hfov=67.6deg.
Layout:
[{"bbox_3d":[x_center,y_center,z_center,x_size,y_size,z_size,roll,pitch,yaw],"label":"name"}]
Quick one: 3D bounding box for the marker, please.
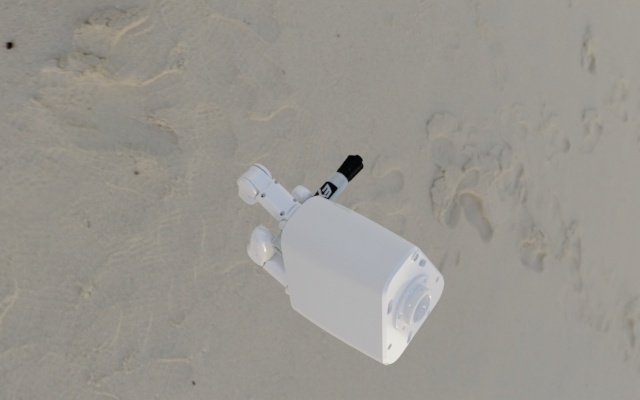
[{"bbox_3d":[0.000,0.001,0.438,0.121,0.020,0.020,-48,22,-21],"label":"marker"}]
